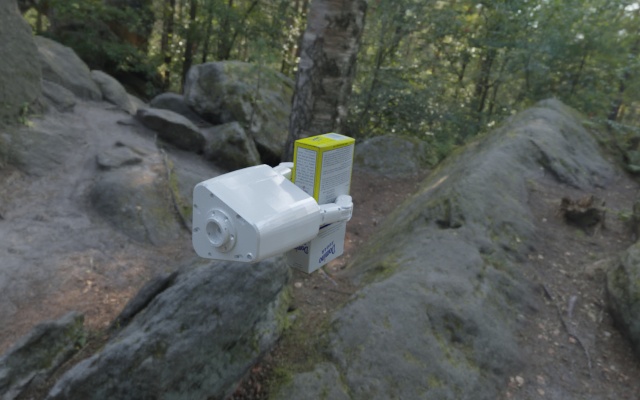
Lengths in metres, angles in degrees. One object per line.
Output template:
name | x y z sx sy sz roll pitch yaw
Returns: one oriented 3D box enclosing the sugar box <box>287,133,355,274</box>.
sugar box | 0.000 0.002 0.652 0.048 0.176 0.093 20 23 30
